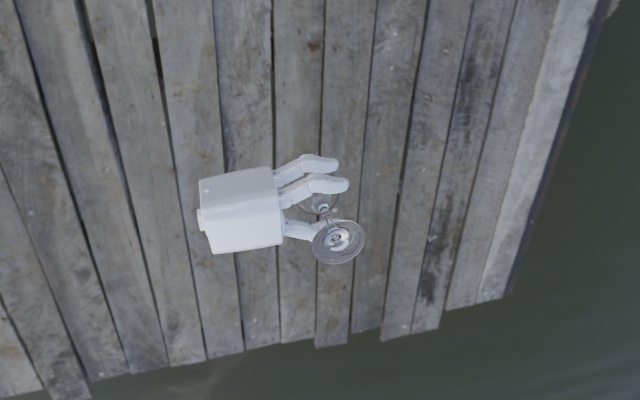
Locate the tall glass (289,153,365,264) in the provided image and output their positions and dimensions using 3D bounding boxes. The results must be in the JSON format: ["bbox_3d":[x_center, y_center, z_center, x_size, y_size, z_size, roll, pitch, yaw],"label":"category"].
[{"bbox_3d":[0.000,0.003,0.718,0.079,0.079,0.201,0,34,-16],"label":"tall glass"}]
